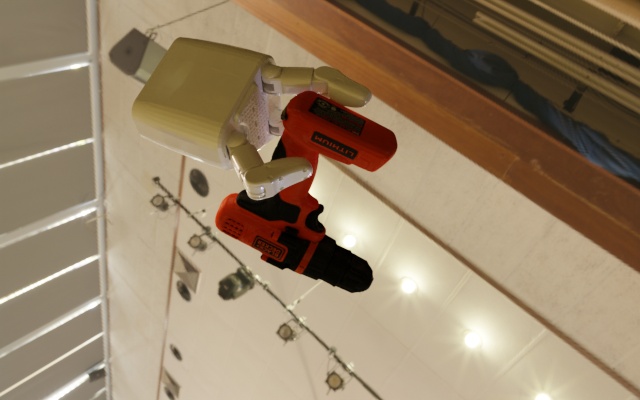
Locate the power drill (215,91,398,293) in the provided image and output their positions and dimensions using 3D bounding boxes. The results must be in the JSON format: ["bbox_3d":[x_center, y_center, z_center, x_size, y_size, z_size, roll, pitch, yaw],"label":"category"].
[{"bbox_3d":[0.000,0.001,0.477,0.184,0.188,0.057,26,34,-5],"label":"power drill"}]
